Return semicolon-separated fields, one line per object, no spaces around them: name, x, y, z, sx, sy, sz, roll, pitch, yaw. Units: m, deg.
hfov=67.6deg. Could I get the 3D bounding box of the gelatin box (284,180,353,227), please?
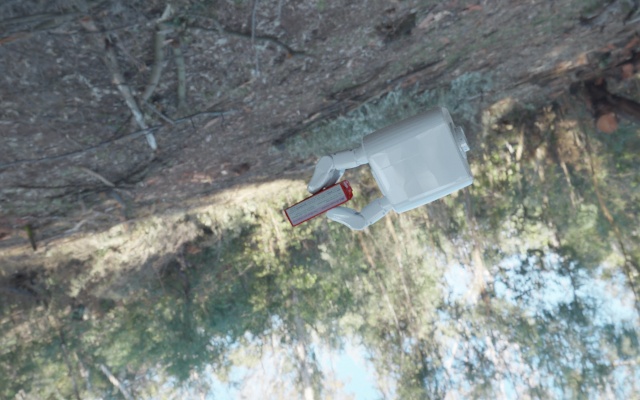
gelatin box;0.000;0.003;0.662;0.089;0.030;0.073;-27;0;9
